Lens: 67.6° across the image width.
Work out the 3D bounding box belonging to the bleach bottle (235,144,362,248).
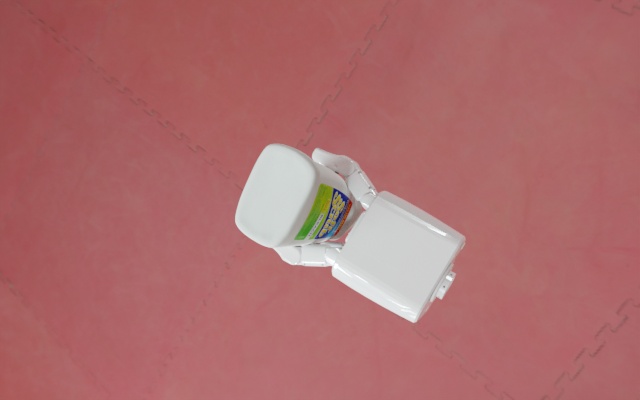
[{"bbox_3d":[0.000,0.002,0.572,0.068,0.102,0.251,30,9,21],"label":"bleach bottle"}]
